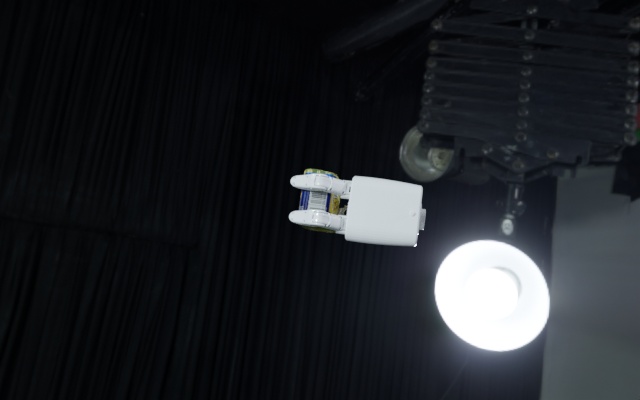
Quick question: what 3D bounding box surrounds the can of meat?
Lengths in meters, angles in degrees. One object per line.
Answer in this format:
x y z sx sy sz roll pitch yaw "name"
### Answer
0.000 0.002 0.768 0.057 0.084 0.102 7 -10 11 "can of meat"
